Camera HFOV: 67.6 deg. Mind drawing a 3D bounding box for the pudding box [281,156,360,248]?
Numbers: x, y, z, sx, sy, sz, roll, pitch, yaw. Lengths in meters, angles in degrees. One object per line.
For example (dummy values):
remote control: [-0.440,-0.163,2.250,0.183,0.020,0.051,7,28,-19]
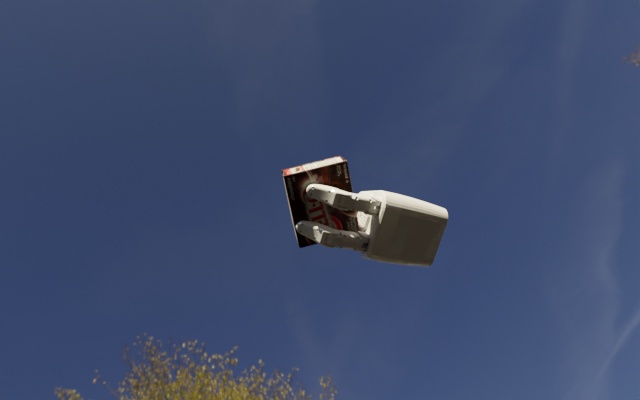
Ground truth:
pudding box: [0.000,0.002,0.670,0.090,0.113,0.039,-15,19,-8]
